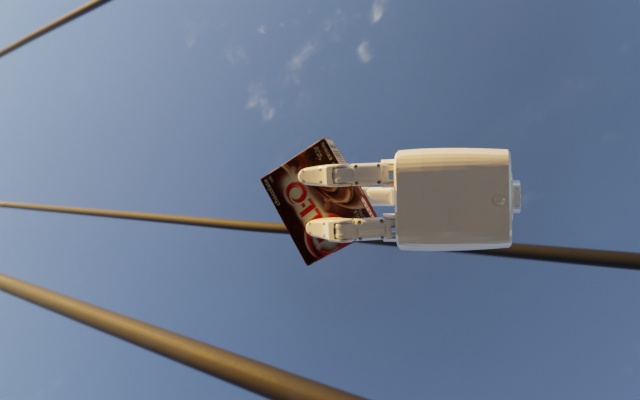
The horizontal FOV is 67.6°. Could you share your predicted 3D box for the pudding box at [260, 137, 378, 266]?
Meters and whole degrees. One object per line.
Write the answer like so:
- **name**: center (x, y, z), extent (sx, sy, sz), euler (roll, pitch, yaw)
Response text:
- **pudding box**: center (0.000, 0.002, 0.523), extent (0.090, 0.113, 0.039), euler (-31, -7, 20)
